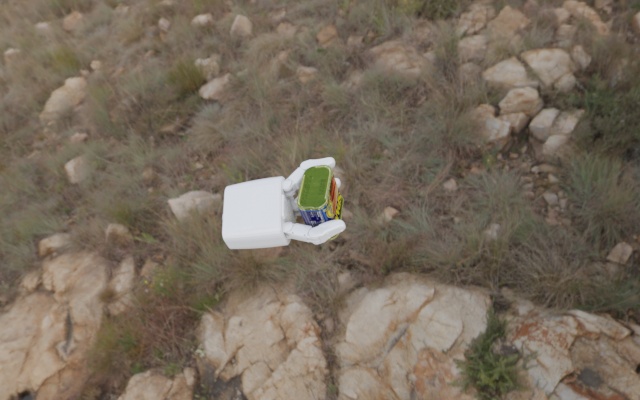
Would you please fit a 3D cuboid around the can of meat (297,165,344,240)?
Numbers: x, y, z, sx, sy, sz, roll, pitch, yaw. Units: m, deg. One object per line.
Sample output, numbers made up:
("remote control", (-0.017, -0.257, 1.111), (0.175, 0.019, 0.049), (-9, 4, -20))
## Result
("can of meat", (0.000, 0.003, 0.808), (0.057, 0.102, 0.084), (-4, -41, 16))
